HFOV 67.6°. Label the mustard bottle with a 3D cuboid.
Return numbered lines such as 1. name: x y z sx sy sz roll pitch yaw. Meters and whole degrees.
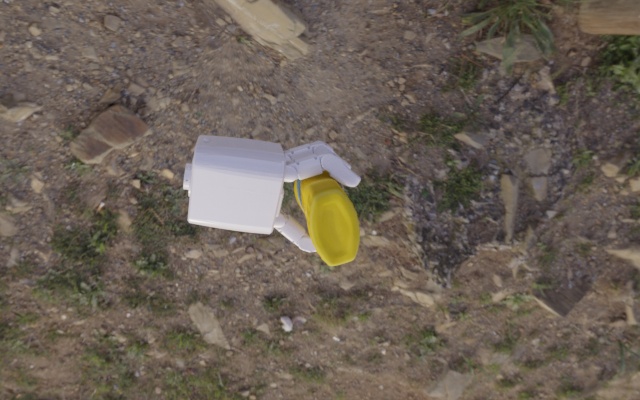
1. mustard bottle: 0.000 0.002 0.621 0.058 0.096 0.191 -17 21 -5
